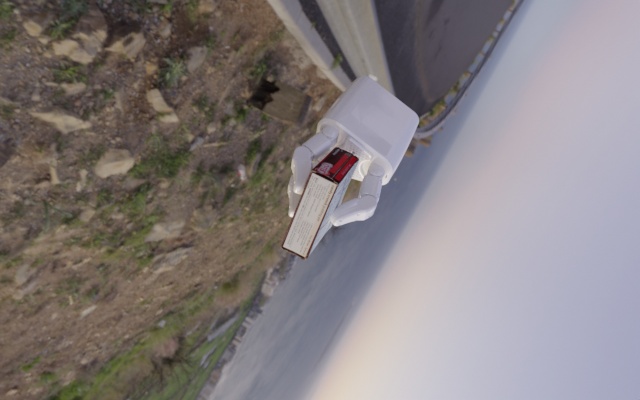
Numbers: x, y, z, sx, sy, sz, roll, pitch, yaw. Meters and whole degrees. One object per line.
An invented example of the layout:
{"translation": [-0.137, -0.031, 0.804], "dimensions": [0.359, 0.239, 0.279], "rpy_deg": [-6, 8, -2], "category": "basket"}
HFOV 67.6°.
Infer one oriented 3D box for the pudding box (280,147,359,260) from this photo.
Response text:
{"translation": [0.000, 0.002, 0.566], "dimensions": [0.039, 0.113, 0.090], "rpy_deg": [26, 29, 9], "category": "pudding box"}
